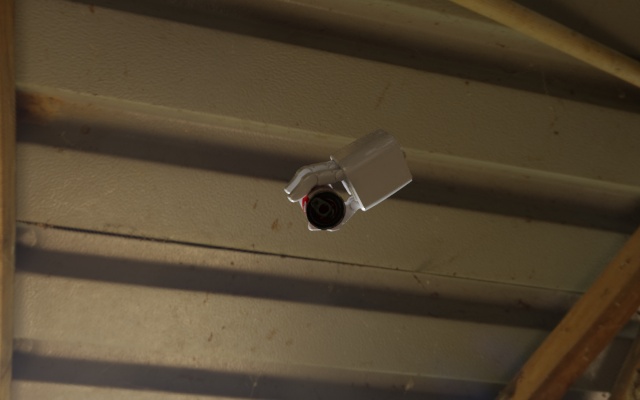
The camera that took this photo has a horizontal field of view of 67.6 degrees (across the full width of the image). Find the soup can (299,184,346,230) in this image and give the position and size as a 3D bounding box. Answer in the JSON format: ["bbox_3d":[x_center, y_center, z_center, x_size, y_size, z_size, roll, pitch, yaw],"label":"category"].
[{"bbox_3d":[0.000,0.003,0.836,0.068,0.068,0.102,0,17,-11],"label":"soup can"}]
